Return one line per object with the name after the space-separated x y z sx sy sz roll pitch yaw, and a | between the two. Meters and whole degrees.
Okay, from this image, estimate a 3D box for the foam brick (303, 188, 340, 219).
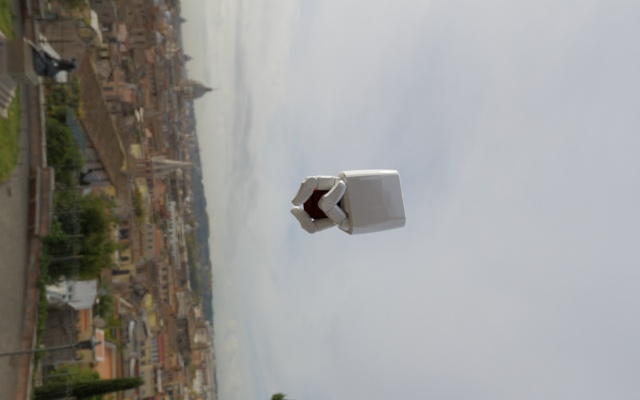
0.000 0.003 0.883 0.051 0.053 0.078 -5 8 -15 | foam brick
